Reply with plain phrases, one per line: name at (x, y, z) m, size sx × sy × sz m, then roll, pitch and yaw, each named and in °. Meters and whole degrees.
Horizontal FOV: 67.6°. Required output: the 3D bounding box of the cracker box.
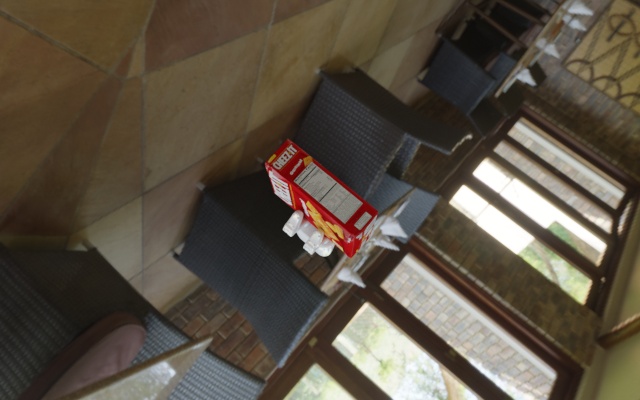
cracker box at (0.000, 0.003, 0.899) m, size 0.213 × 0.072 × 0.164 m, roll 39°, pitch -14°, yaw 13°
